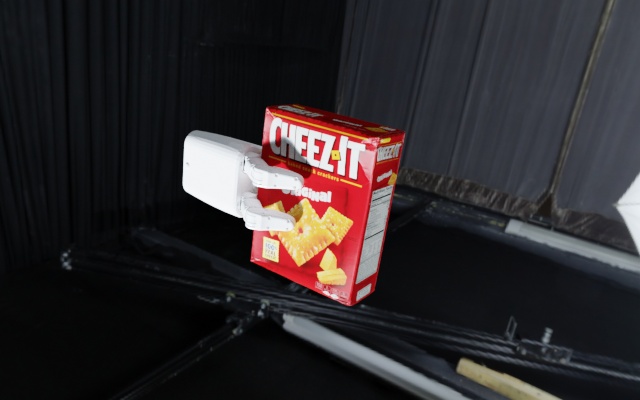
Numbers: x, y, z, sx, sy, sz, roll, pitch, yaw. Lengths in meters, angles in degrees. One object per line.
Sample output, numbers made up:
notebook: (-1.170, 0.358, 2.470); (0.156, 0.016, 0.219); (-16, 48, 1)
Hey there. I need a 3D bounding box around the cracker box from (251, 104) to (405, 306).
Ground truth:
cracker box: (0.000, 0.002, 0.599); (0.164, 0.214, 0.072); (20, 23, 30)
